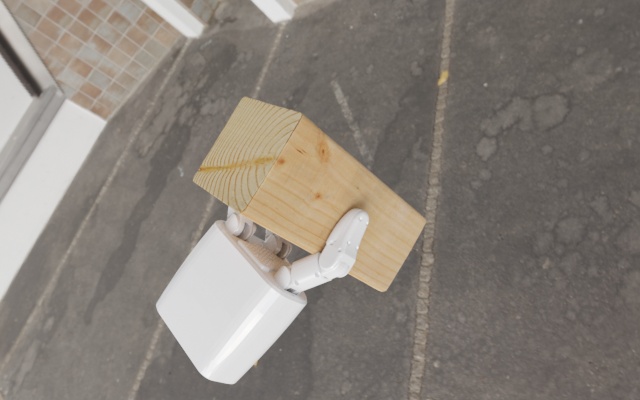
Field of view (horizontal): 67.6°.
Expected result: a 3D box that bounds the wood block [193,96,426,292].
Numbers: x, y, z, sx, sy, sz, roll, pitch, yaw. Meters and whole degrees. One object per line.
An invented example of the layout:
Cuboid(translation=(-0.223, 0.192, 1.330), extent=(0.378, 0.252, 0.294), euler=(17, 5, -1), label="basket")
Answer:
Cuboid(translation=(0.000, 0.002, 0.453), extent=(0.090, 0.090, 0.206), euler=(28, -5, 47), label="wood block")
